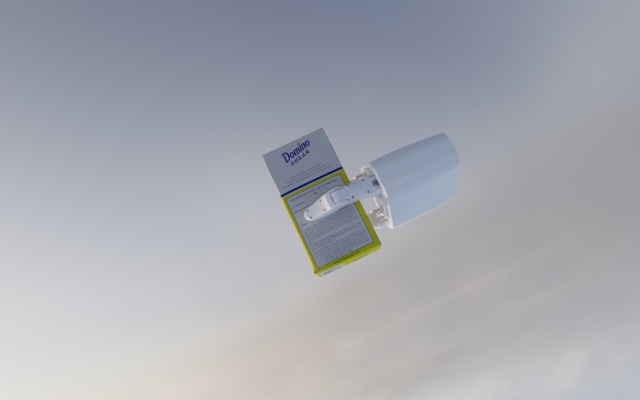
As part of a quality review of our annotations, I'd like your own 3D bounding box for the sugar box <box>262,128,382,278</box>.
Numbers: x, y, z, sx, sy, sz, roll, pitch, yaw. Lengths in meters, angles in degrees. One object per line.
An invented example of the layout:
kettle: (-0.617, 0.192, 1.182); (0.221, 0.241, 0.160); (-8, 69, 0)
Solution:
sugar box: (0.000, 0.002, 0.631); (0.093, 0.176, 0.048); (-25, -16, -2)
